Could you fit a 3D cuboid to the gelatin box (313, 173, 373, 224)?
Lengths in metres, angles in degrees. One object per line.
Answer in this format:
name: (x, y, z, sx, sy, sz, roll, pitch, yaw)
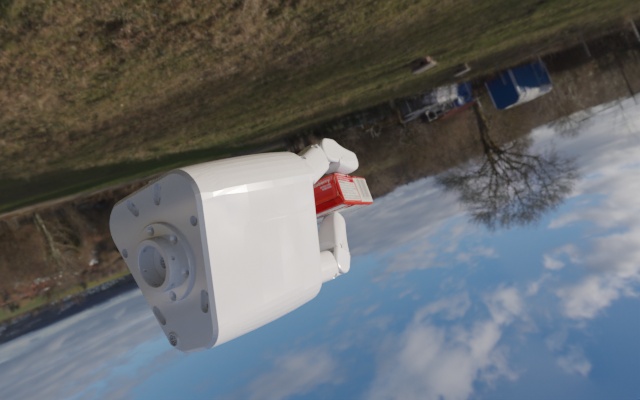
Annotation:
gelatin box: (0.000, 0.002, 0.445, 0.073, 0.030, 0.089, -22, -8, 21)
